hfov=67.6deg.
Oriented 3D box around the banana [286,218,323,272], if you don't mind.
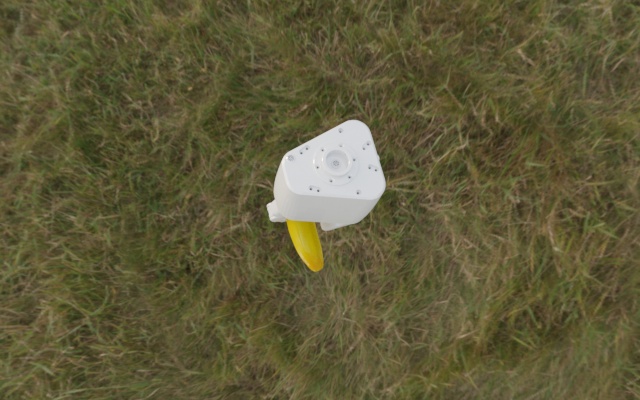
[{"bbox_3d":[-0.017,-0.005,0.652,0.069,0.197,0.037,13,-20,-16],"label":"banana"}]
